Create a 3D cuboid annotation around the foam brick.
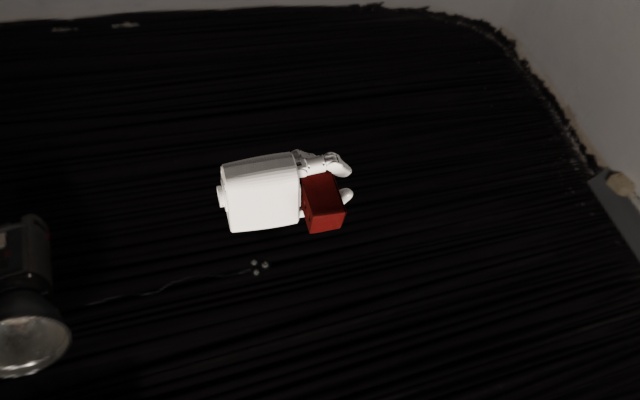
[{"bbox_3d":[0.000,0.003,0.718,0.051,0.078,0.053,-10,-31,-15],"label":"foam brick"}]
